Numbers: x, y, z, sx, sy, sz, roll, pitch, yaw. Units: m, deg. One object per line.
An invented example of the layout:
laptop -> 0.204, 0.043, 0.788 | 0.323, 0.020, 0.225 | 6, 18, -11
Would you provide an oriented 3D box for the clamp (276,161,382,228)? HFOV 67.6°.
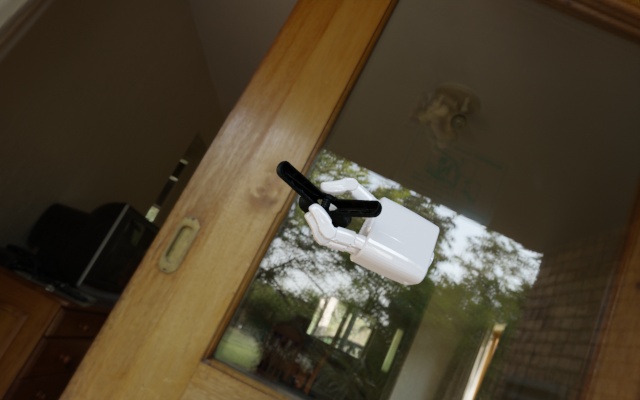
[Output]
clamp -> 0.001, 0.002, 0.774 | 0.164, 0.036, 0.210 | 27, -16, -2
